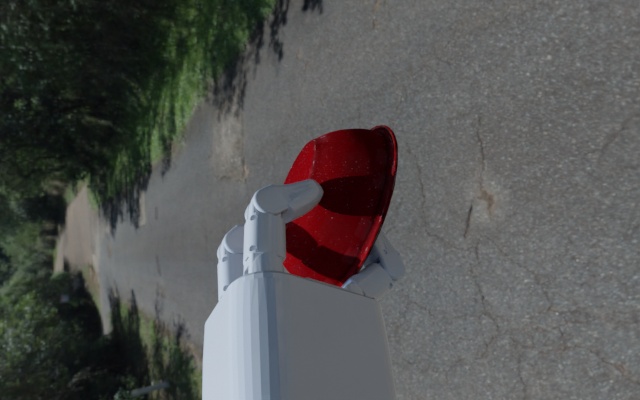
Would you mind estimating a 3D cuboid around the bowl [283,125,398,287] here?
[{"bbox_3d":[0.000,0.000,0.405,0.055,0.162,0.162,22,-6,-15],"label":"bowl"}]
